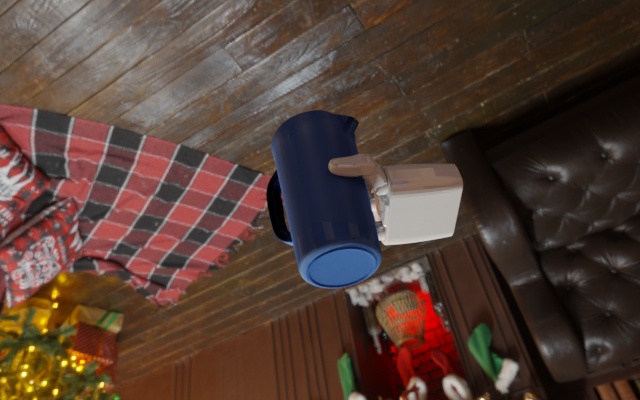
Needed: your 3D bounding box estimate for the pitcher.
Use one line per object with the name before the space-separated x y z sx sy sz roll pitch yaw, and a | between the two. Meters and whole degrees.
pitcher | 0.000 0.002 0.680 0.145 0.242 0.149 -4 -41 -9
